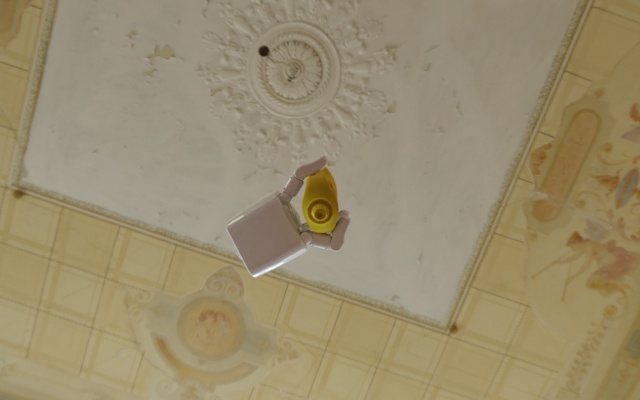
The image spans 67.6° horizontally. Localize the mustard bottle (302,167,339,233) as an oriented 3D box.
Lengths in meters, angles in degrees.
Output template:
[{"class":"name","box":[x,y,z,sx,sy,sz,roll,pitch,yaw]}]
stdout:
[{"class":"mustard bottle","box":[0.000,0.002,0.800,0.058,0.096,0.191,-5,11,2]}]
